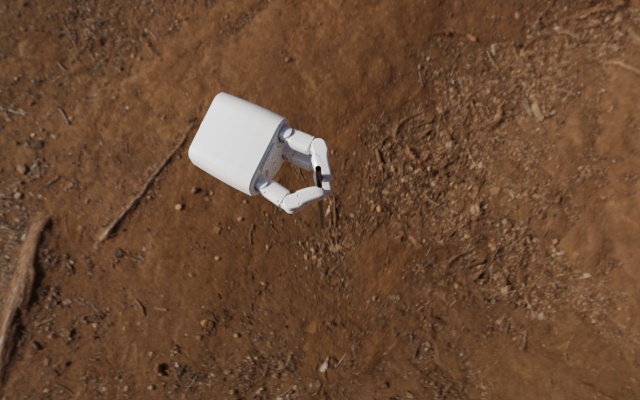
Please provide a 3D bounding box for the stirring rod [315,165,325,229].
[{"bbox_3d":[0.000,0.002,0.708,0.011,0.011,0.240,0,-21,2],"label":"stirring rod"}]
